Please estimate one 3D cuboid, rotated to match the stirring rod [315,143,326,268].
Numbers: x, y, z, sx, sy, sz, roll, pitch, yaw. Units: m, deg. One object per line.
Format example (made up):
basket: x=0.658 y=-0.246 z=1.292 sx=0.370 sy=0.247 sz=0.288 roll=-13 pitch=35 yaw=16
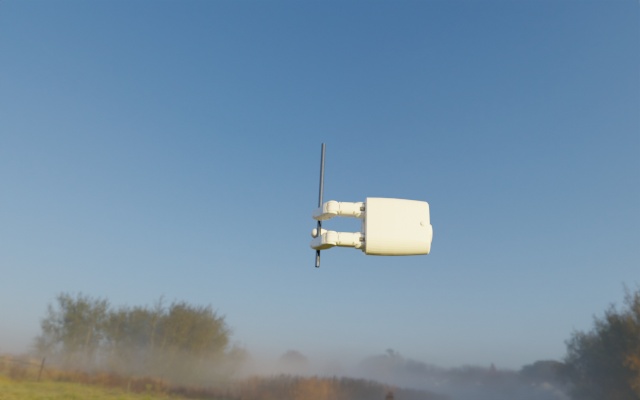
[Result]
stirring rod: x=0.000 y=0.003 z=0.858 sx=0.011 sy=0.239 sz=0.011 roll=3 pitch=-24 yaw=1
